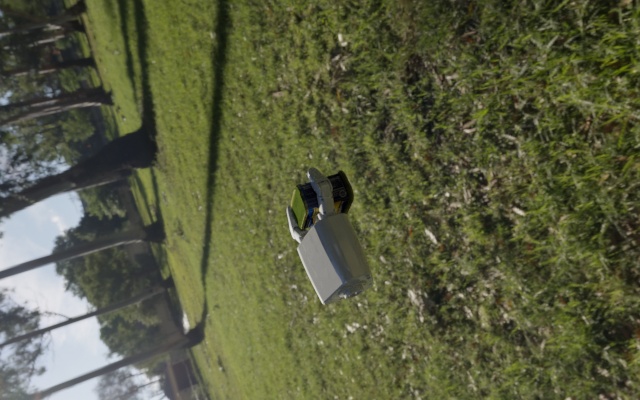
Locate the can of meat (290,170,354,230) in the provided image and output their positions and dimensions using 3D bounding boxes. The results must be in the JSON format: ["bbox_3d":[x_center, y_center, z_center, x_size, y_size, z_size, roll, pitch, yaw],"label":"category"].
[{"bbox_3d":[0.000,0.003,0.797,0.084,0.057,0.102,-17,-22,-17],"label":"can of meat"}]
